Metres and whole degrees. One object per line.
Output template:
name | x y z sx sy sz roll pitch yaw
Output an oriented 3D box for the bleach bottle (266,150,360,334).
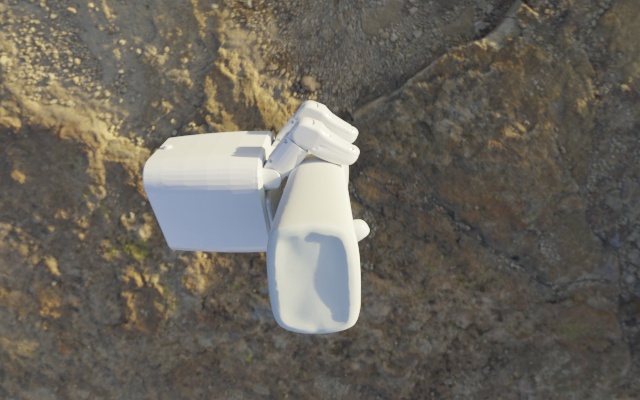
bleach bottle | 0.000 0.001 0.451 0.068 0.103 0.250 -1 27 3
